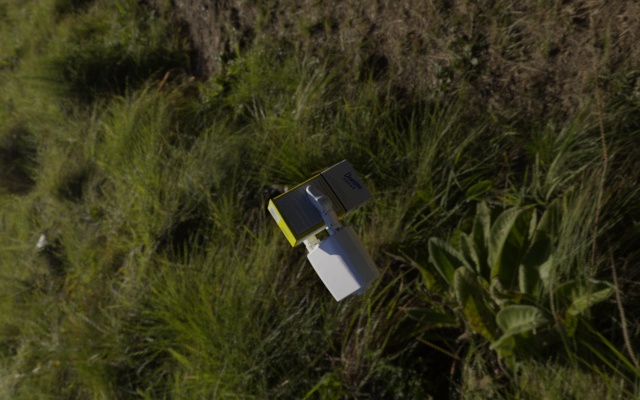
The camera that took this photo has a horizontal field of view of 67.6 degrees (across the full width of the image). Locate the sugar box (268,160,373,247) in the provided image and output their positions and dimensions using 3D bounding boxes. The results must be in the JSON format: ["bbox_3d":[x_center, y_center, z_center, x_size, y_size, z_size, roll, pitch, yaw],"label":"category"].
[{"bbox_3d":[0.000,0.003,0.898,0.176,0.093,0.048,-28,-14,-23],"label":"sugar box"}]
